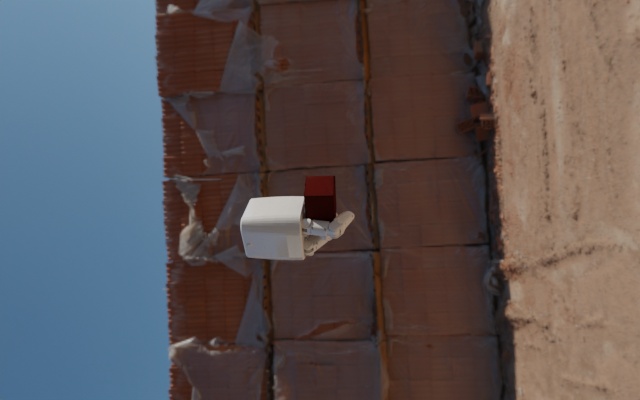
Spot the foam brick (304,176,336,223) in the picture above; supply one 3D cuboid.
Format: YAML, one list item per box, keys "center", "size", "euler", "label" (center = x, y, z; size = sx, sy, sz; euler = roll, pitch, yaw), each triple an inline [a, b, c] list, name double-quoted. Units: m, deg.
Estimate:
- center: [0.000, 0.002, 0.825]
  size: [0.051, 0.078, 0.053]
  euler: [1, 42, 5]
  label: "foam brick"
